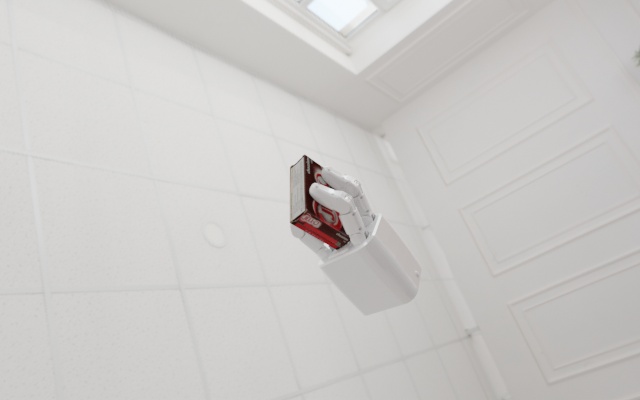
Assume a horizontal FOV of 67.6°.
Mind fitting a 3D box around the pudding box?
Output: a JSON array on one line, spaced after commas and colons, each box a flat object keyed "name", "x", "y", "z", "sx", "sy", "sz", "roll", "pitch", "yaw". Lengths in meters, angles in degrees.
[{"name": "pudding box", "x": 0.000, "y": 0.002, "z": 0.670, "sx": 0.039, "sy": 0.113, "sz": 0.090, "roll": -37, "pitch": -53, "yaw": 28}]
